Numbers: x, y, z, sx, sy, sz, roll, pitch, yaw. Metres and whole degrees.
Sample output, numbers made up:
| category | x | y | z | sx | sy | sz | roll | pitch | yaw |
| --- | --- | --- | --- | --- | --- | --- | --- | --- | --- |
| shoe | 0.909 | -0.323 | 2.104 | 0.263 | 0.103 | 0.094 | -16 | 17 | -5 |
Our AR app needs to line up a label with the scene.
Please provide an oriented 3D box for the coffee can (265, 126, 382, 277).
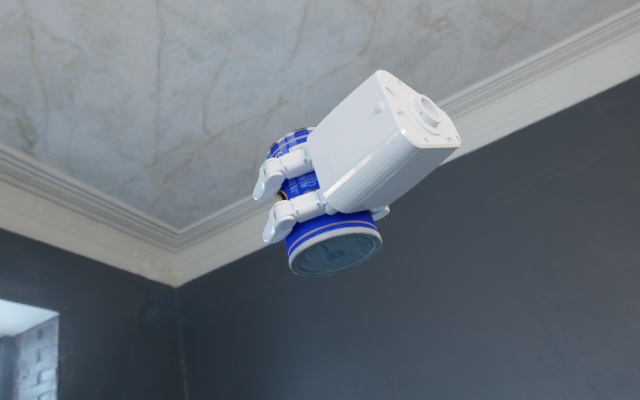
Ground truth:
| category | x | y | z | sx | sy | sz | roll | pitch | yaw |
| --- | --- | --- | --- | --- | --- | --- | --- | --- | --- |
| coffee can | 0.000 | 0.002 | 0.546 | 0.103 | 0.140 | 0.103 | -12 | -30 | -7 |
